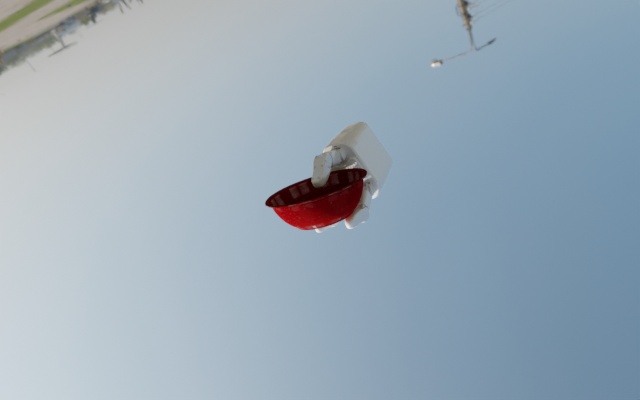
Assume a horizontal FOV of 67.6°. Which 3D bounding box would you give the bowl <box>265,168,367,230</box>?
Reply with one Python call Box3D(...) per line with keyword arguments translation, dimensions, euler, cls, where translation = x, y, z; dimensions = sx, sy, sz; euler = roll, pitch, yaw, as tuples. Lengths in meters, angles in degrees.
Box3D(translation=(-0.001, 0.003, 0.729), dimensions=(0.162, 0.055, 0.162), euler=(-16, 13, 4), cls="bowl")
